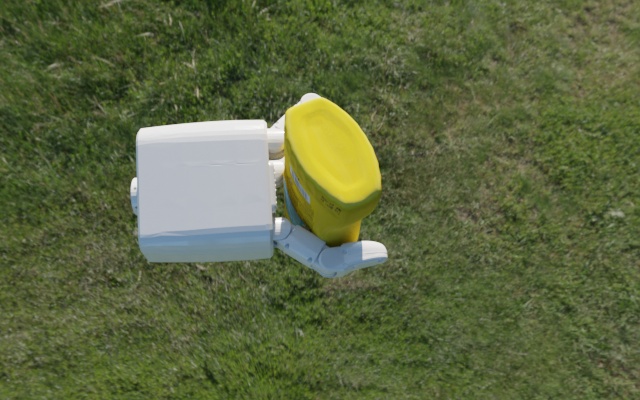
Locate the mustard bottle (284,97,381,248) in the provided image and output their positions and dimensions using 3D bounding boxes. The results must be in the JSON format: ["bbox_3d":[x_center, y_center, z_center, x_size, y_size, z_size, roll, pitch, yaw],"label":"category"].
[{"bbox_3d":[0.000,0.001,0.427,0.058,0.096,0.192,-26,-19,-16],"label":"mustard bottle"}]
